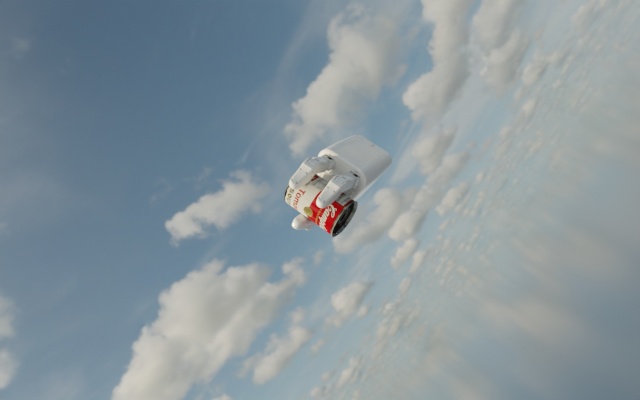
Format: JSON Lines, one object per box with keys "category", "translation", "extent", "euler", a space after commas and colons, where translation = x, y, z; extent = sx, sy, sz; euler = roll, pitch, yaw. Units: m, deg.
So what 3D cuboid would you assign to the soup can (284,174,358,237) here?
{"category": "soup can", "translation": [0.000, 0.003, 0.775], "extent": [0.102, 0.068, 0.068], "euler": [35, 12, 18]}
